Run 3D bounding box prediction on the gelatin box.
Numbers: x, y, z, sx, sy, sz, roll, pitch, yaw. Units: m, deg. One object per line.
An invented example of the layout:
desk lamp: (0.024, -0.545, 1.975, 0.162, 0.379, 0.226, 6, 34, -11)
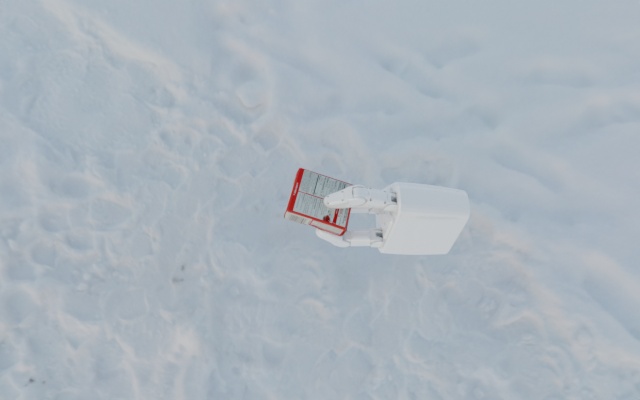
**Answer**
gelatin box: (0.000, 0.002, 0.677, 0.089, 0.073, 0.030, 18, -28, -7)
